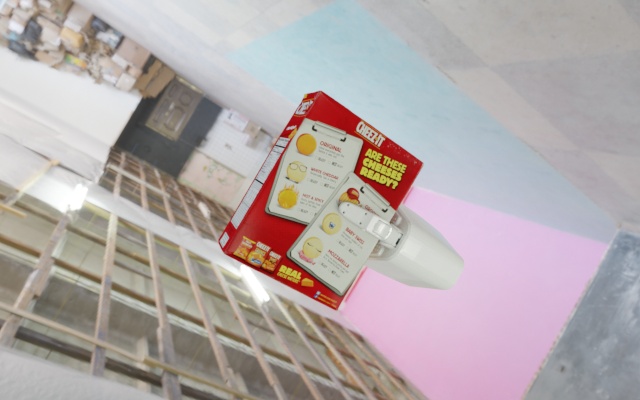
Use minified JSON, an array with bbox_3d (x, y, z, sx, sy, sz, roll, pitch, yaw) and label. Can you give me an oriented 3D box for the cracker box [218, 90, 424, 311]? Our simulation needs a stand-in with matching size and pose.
[{"bbox_3d":[0.000,0.002,0.585,0.164,0.213,0.072,31,-2,-22],"label":"cracker box"}]
